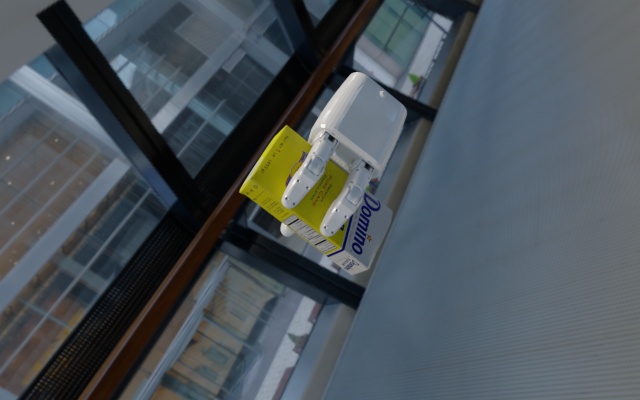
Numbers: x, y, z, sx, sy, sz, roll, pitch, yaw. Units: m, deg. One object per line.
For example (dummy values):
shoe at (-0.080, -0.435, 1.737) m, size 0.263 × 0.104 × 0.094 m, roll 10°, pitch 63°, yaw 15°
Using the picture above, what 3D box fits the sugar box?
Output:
sugar box at (0.000, 0.002, 0.573) m, size 0.176 × 0.093 × 0.048 m, roll 36°, pitch -32°, yaw -12°
